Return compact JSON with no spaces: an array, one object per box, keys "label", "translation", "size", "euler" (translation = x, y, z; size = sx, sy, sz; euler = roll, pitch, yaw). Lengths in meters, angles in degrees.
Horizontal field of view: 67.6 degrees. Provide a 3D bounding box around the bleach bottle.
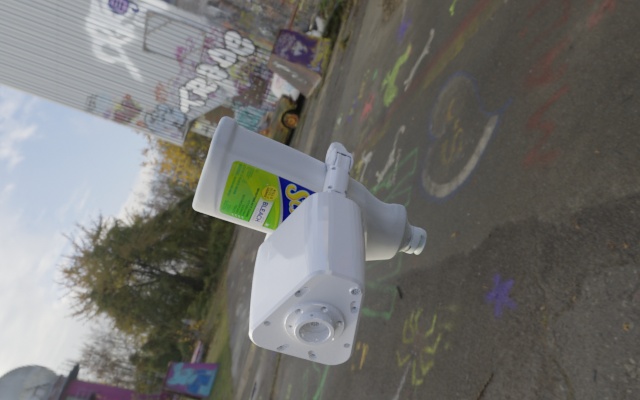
[{"label":"bleach bottle","translation":[0.000,0.002,0.511],"size":[0.251,0.103,0.068],"euler":[19,31,-12]}]
